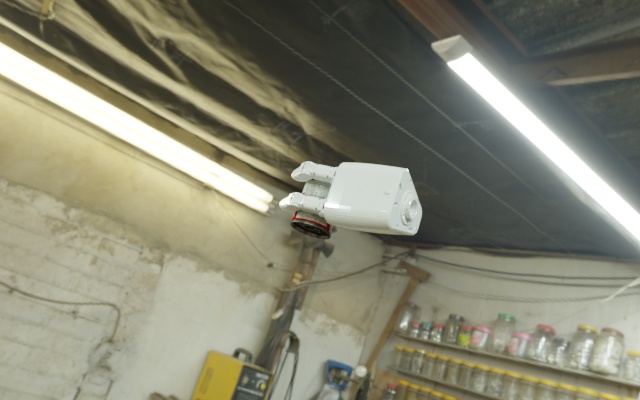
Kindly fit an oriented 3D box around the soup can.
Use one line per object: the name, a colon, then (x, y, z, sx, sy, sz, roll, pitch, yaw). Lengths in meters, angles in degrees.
soup can: (0.000, 0.002, 0.769, 0.068, 0.102, 0.068, 18, -18, 6)
